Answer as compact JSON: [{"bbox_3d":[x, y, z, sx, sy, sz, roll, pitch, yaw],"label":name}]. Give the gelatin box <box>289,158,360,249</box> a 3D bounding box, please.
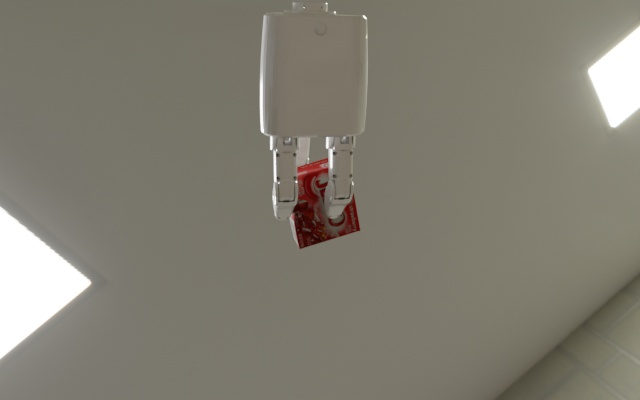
[{"bbox_3d":[0.000,0.002,0.524,0.073,0.089,0.030,-16,29,-10],"label":"gelatin box"}]
